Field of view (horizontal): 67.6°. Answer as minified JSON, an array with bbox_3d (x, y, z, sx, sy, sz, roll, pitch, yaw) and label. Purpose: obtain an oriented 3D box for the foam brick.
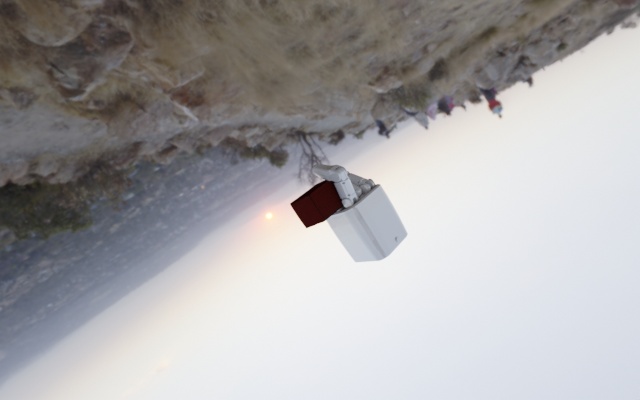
[{"bbox_3d":[0.000,0.003,0.799,0.053,0.051,0.078,-23,11,47],"label":"foam brick"}]
